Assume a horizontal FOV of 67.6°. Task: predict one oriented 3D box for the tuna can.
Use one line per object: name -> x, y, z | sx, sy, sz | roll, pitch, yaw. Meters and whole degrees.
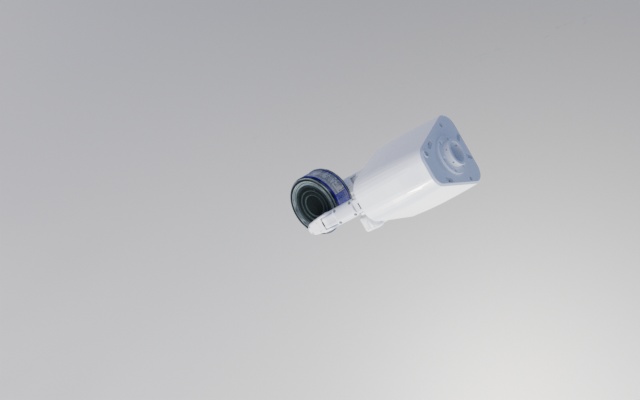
tuna can -> 0.000, 0.002, 0.650 | 0.086, 0.086, 0.033 | 0, 23, 42
